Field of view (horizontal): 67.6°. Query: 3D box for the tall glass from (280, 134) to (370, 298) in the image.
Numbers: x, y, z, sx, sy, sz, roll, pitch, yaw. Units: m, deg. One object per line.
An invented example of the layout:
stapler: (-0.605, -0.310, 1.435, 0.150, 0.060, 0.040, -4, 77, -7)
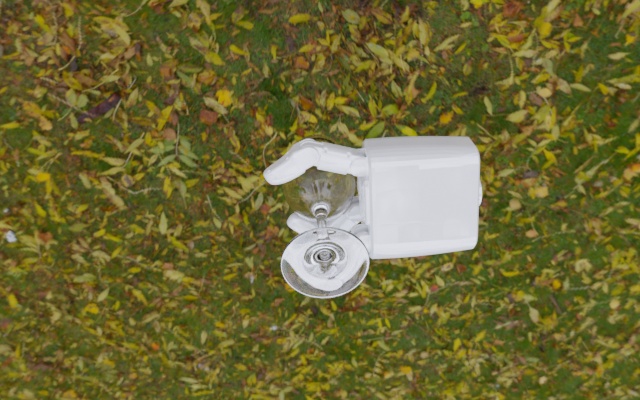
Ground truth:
tall glass: (0.000, 0.002, 0.479, 0.079, 0.079, 0.201, 0, 31, -3)
